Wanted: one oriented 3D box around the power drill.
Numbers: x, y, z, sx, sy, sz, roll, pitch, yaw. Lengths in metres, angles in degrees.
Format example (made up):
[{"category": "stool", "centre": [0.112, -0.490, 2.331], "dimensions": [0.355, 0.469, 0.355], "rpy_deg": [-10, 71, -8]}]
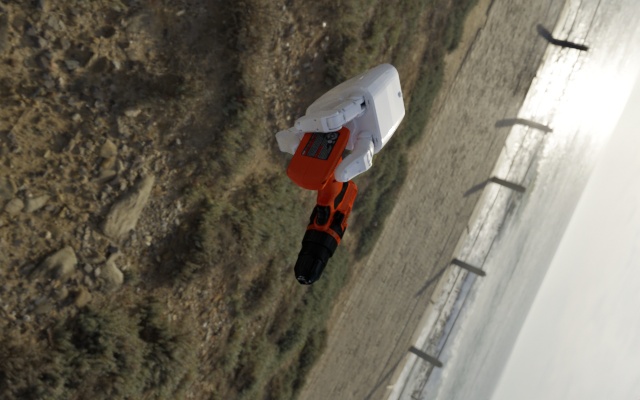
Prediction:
[{"category": "power drill", "centre": [0.000, 0.002, 0.653], "dimensions": [0.057, 0.184, 0.188], "rpy_deg": [13, -34, 14]}]
